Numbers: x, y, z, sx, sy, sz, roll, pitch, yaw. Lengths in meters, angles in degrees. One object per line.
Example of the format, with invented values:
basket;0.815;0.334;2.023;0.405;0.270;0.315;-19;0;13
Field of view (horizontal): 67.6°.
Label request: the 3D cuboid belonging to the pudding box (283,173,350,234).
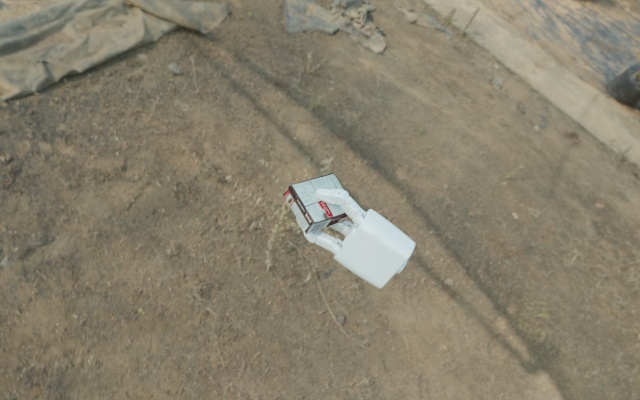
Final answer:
pudding box;0.000;0.003;0.892;0.113;0.090;0.039;-16;-24;-40
